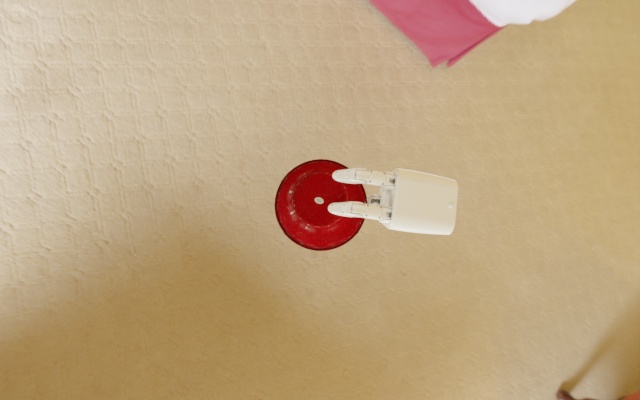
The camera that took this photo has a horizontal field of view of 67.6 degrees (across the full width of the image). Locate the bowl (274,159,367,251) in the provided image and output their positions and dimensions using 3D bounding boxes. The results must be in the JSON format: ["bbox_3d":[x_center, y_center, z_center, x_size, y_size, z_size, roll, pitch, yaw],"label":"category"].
[{"bbox_3d":[-0.001,0.003,0.804,0.162,0.162,0.055,0,-9,1],"label":"bowl"}]
